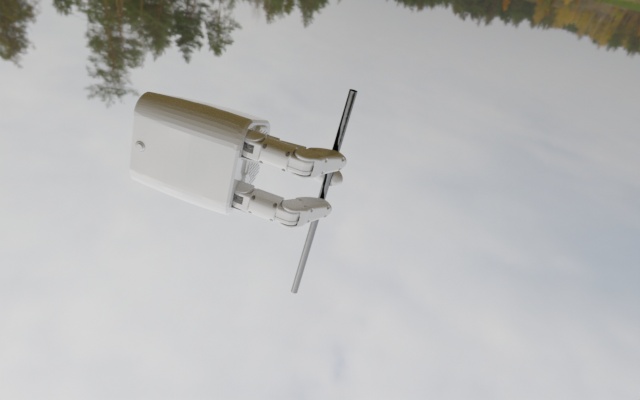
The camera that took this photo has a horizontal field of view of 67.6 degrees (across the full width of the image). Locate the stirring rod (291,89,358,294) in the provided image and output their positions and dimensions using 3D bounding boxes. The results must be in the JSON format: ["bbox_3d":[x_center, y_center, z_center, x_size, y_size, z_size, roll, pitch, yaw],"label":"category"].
[{"bbox_3d":[0.000,0.001,0.494,0.011,0.240,0.011,13,27,-7],"label":"stirring rod"}]
